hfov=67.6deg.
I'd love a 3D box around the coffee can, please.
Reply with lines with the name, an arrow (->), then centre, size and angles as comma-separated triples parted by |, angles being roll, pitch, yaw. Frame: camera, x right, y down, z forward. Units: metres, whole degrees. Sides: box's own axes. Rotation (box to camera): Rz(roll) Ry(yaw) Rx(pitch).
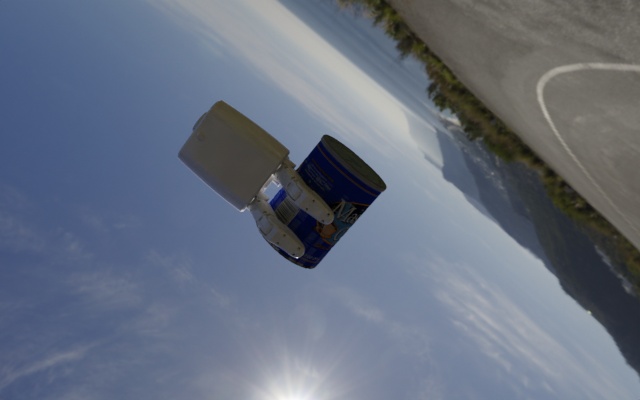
coffee can -> 0.000, 0.002, 0.610 | 0.103, 0.140, 0.102 | 37, 15, -12
